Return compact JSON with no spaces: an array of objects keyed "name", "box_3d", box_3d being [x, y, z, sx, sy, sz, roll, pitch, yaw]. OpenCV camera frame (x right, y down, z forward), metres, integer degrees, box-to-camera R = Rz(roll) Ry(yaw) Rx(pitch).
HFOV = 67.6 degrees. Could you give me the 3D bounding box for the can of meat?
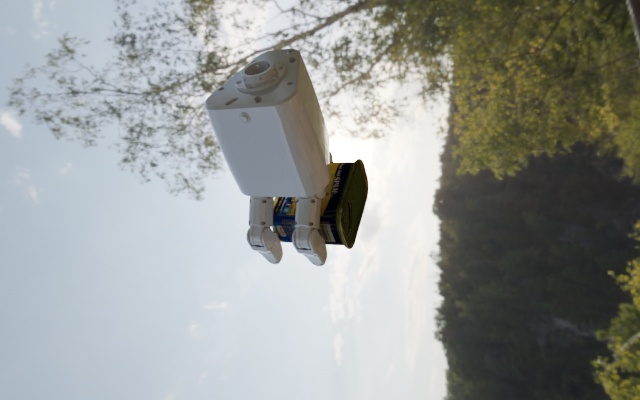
[{"name":"can of meat","box_3d":[0.000,0.002,0.530,0.084,0.102,0.057,1,-42,22]}]
